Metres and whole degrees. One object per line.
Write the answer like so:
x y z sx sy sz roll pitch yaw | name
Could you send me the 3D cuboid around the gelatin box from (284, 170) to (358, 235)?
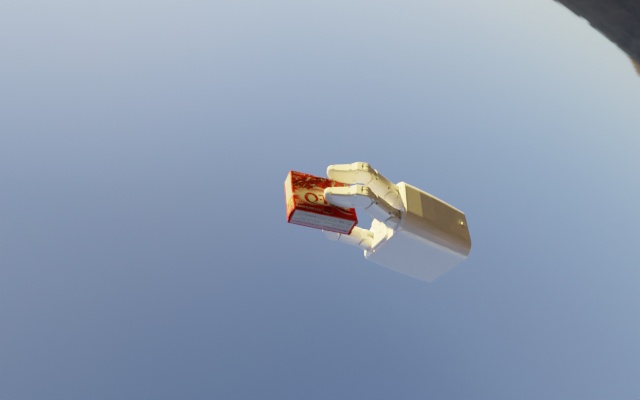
0.000 0.002 0.619 0.089 0.030 0.073 12 41 -19 | gelatin box
